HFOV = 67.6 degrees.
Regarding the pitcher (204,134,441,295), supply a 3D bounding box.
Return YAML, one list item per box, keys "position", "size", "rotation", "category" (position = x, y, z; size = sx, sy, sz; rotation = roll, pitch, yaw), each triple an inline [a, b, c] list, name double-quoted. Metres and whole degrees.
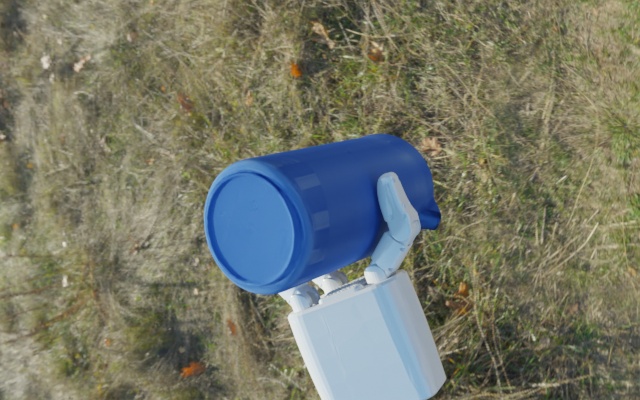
- position: [0.000, 0.002, 0.468]
  size: [0.149, 0.145, 0.243]
  rotation: [-24, -5, 33]
  category: "pitcher"
